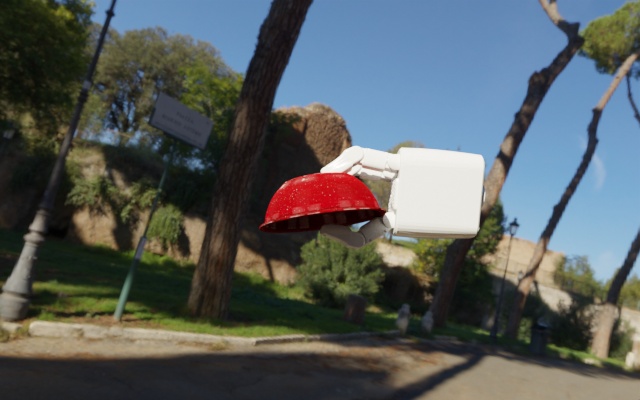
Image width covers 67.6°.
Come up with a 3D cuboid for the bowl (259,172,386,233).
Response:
[{"bbox_3d":[-0.001,0.002,0.608,0.162,0.055,0.162,-8,-10,-1],"label":"bowl"}]
